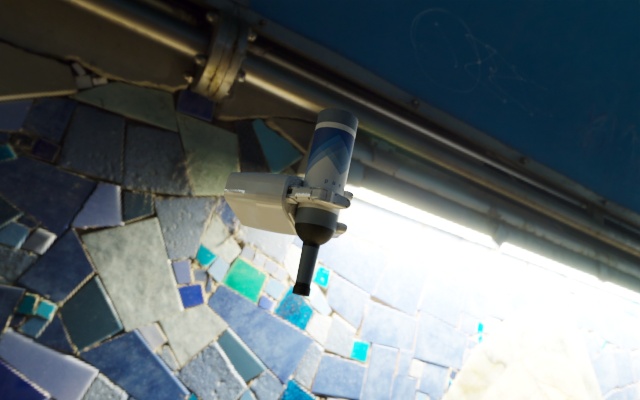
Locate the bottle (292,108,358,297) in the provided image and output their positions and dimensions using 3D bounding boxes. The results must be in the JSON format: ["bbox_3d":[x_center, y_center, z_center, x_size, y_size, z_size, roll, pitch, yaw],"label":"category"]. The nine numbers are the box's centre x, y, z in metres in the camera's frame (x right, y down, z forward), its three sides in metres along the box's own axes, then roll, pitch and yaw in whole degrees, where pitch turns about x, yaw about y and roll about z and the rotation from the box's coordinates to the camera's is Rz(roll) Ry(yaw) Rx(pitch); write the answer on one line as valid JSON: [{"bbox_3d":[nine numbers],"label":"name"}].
[{"bbox_3d":[0.000,0.002,0.751,0.069,0.295,0.069,11,-15,3],"label":"bottle"}]
